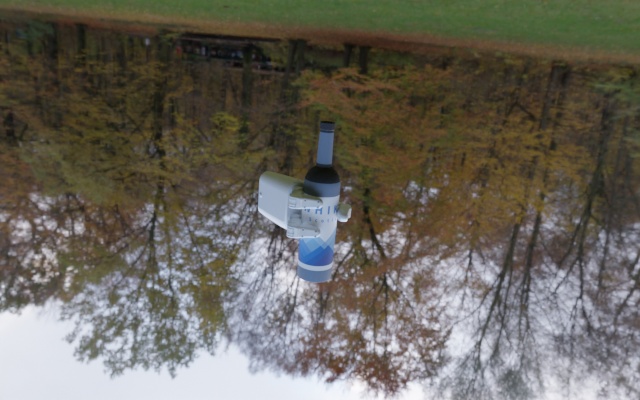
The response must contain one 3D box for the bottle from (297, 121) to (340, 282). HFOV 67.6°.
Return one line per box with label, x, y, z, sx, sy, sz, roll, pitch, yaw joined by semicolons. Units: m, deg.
bottle;0.000;0.003;0.879;0.069;0.296;0.069;5;16;-1
